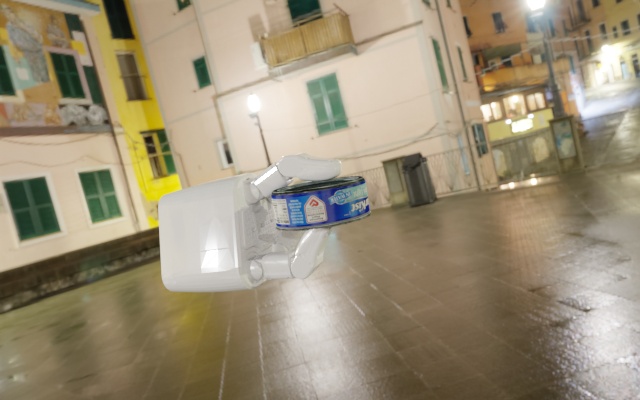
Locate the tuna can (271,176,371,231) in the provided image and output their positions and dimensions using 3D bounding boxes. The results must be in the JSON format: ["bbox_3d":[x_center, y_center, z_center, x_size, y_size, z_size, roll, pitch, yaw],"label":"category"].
[{"bbox_3d":[0.000,0.001,0.423,0.086,0.034,0.086,-9,6,1],"label":"tuna can"}]
